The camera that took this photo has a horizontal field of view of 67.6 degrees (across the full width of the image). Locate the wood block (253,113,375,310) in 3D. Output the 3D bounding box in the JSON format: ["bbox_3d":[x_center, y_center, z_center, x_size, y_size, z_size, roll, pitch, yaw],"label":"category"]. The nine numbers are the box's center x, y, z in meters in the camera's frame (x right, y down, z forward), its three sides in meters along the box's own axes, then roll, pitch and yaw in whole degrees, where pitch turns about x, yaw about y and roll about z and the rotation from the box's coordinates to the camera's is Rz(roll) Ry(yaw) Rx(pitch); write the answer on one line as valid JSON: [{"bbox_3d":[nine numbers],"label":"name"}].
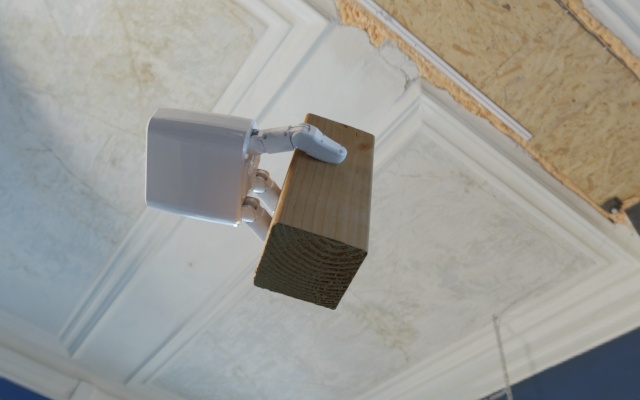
[{"bbox_3d":[0.000,0.001,0.521,0.090,0.091,0.206,18,38,-6],"label":"wood block"}]
